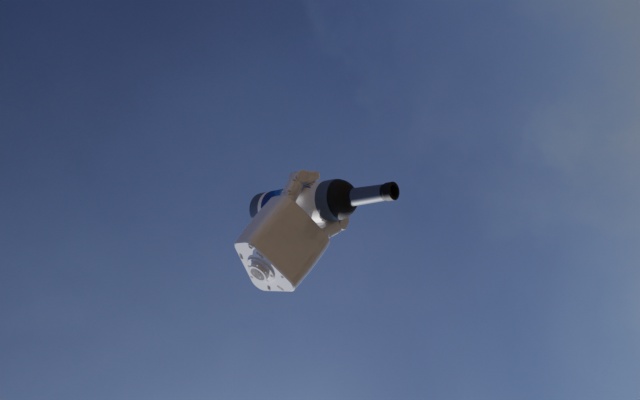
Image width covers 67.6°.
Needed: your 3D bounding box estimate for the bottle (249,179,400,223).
[{"bbox_3d":[0.000,0.003,0.789,0.296,0.069,0.069,-9,-6,43],"label":"bottle"}]
